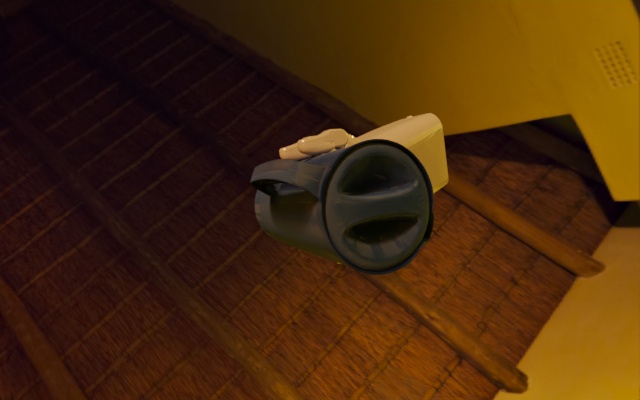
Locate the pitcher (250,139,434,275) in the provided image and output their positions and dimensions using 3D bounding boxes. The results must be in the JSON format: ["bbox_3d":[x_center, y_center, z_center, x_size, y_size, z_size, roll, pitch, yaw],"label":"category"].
[{"bbox_3d":[0.000,0.002,0.564,0.145,0.149,0.243,-29,13,-24],"label":"pitcher"}]
